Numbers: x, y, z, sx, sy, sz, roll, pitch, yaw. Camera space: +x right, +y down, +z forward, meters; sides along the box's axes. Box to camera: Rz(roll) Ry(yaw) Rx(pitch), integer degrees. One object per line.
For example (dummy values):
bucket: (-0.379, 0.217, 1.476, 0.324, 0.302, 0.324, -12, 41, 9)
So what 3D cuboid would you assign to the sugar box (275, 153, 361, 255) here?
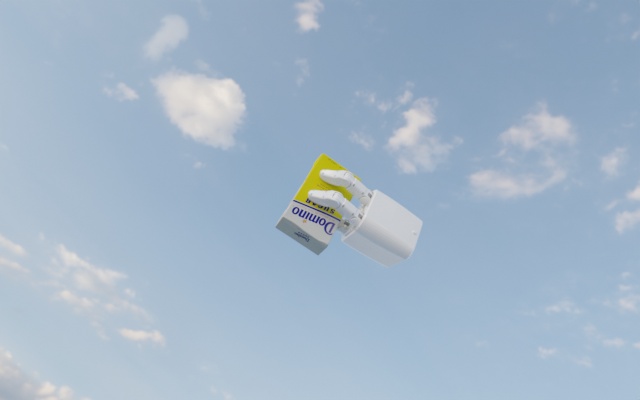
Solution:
sugar box: (0.001, 0.003, 0.858, 0.093, 0.176, 0.048, 33, -42, -6)
